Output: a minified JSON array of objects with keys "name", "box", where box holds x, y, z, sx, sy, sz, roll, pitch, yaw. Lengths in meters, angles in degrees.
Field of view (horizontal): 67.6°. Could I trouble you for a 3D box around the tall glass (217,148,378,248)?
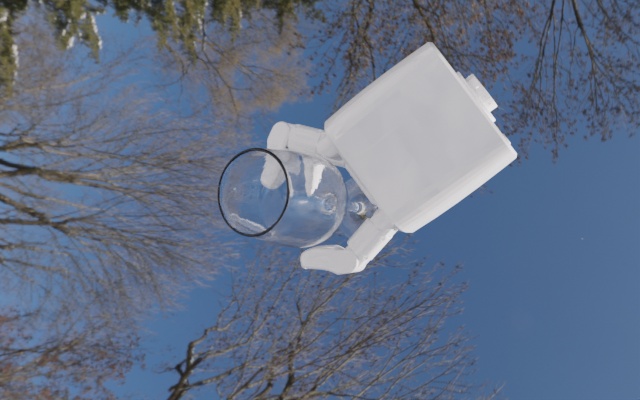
[{"name":"tall glass","box":[0.000,0.002,0.415,0.079,0.079,0.201,0,-4,29]}]
